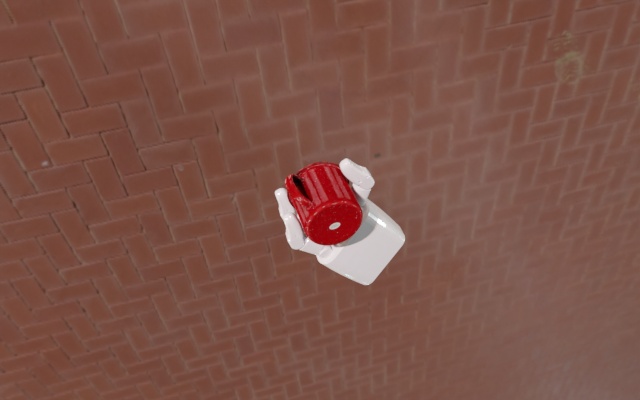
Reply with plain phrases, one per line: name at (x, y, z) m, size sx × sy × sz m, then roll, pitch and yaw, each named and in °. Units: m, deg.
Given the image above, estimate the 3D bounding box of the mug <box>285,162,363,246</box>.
mug at (-0.001, 0.002, 0.647) m, size 0.117 × 0.093 × 0.081 m, roll 33°, pitch 22°, yaw -38°
